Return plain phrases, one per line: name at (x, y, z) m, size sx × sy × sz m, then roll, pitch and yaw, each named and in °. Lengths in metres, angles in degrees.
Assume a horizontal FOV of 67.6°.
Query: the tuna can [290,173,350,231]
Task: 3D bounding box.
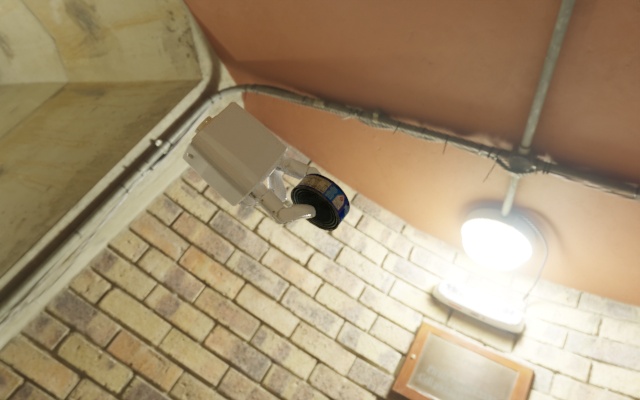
tuna can at (0.000, 0.002, 0.696) m, size 0.086 × 0.086 × 0.033 m, roll 0°, pitch 41°, yaw 49°
